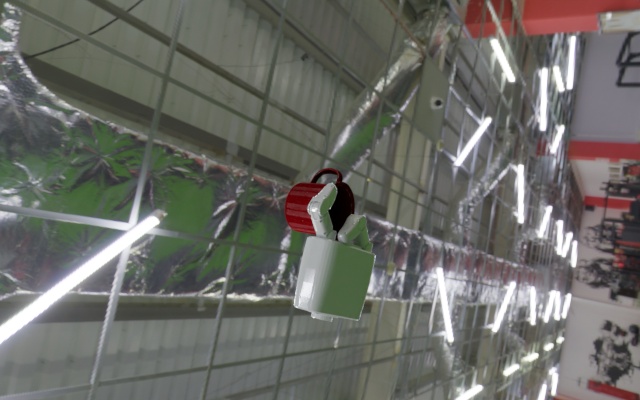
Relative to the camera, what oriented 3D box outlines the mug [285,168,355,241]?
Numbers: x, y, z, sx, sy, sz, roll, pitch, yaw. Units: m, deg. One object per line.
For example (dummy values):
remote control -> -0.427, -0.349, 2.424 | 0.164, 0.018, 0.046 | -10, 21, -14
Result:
mug -> 0.000, 0.001, 0.765 | 0.081, 0.117, 0.093 | 6, -14, 33
